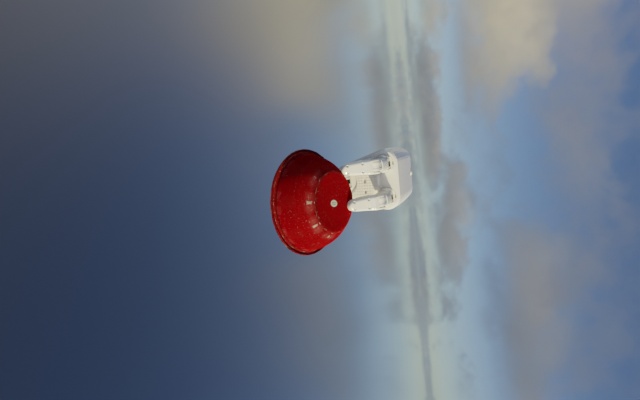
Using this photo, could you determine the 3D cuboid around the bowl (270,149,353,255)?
[{"bbox_3d":[0.000,0.003,0.711,0.055,0.162,0.162,-1,0,39],"label":"bowl"}]
